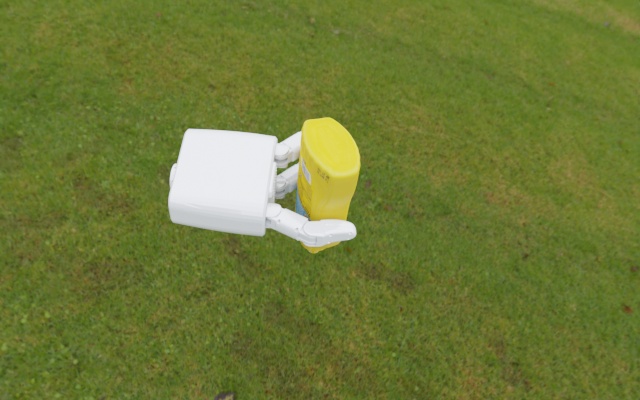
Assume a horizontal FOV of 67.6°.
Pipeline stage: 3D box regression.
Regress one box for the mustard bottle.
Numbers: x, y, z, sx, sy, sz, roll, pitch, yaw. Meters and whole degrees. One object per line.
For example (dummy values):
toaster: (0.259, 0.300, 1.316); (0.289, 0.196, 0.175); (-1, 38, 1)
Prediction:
mustard bottle: (0.000, 0.002, 0.579); (0.058, 0.096, 0.192); (-11, -39, -18)
